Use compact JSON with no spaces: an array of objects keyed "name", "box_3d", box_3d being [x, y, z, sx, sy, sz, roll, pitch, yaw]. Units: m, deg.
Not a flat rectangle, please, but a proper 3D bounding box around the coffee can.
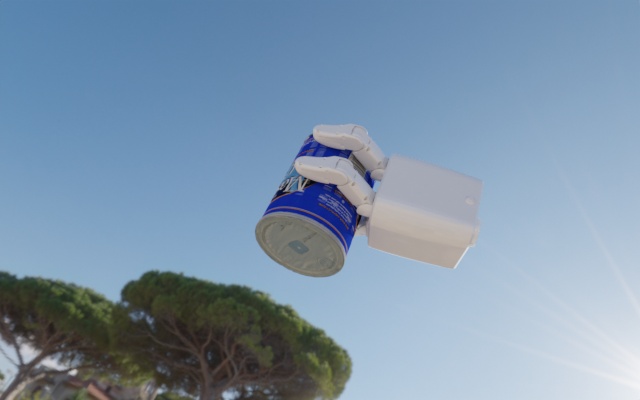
[{"name":"coffee can","box_3d":[0.000,0.002,0.550,0.103,0.140,0.103,15,-39,13]}]
